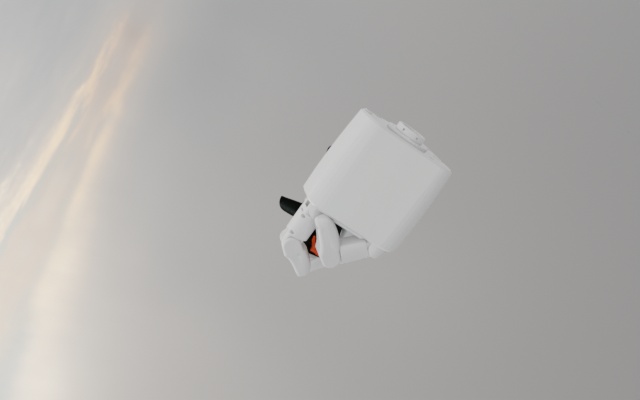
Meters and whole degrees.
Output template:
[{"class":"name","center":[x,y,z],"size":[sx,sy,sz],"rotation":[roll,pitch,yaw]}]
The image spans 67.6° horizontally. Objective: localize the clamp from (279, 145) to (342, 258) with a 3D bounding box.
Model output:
[{"class":"clamp","center":[0.000,0.002,0.591],"size":[0.039,0.120,0.171],"rotation":[27,20,-27]}]
